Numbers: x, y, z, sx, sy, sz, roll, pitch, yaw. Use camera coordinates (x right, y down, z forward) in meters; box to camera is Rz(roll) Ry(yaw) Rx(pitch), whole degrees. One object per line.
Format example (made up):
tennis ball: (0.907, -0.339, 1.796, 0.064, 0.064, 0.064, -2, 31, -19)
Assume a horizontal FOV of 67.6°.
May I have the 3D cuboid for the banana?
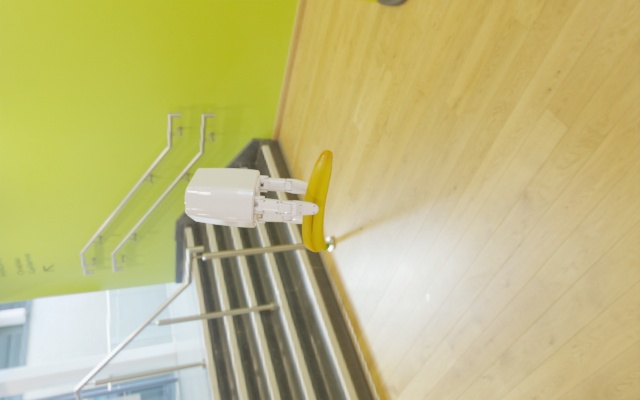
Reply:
banana: (-0.006, 0.014, 0.798, 0.037, 0.198, 0.069, 12, 32, 14)
